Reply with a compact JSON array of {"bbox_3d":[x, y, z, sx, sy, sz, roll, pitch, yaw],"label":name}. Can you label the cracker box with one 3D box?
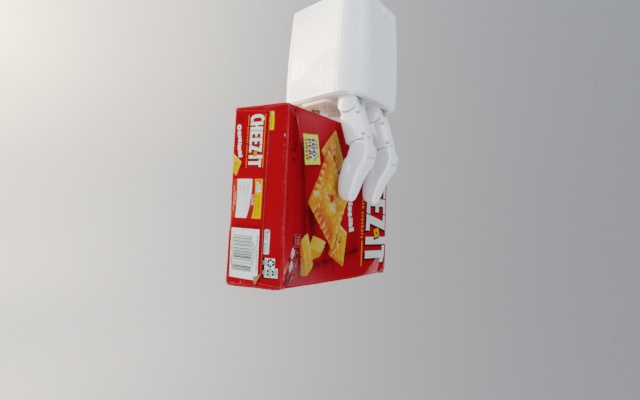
[{"bbox_3d":[0.000,0.002,0.506,0.072,0.164,0.214,2,-2,32],"label":"cracker box"}]
